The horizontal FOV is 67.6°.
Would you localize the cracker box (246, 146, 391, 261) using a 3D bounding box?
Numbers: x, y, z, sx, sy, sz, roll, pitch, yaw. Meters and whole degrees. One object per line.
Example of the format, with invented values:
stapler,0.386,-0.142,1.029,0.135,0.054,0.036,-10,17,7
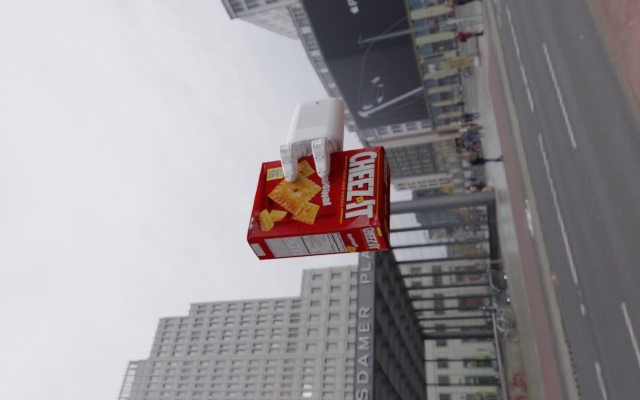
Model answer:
cracker box,0.000,0.003,0.762,0.214,0.164,0.072,-7,-40,17
